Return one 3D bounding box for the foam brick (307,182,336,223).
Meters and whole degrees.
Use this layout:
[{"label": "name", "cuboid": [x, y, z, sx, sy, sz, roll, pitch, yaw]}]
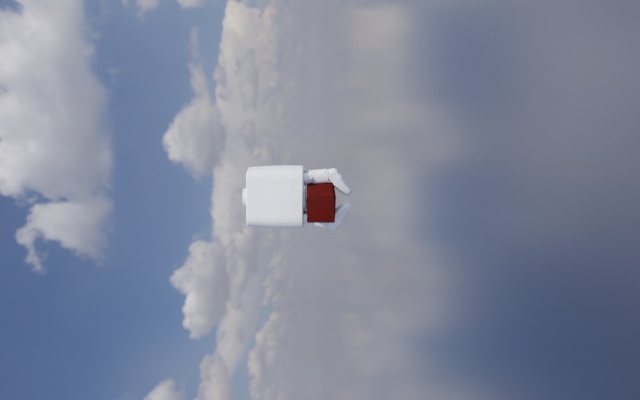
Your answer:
[{"label": "foam brick", "cuboid": [0.000, 0.003, 0.870, 0.051, 0.053, 0.078, 1, 20, -2]}]
